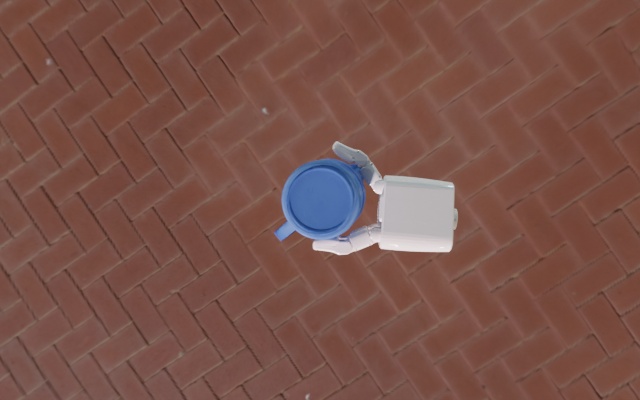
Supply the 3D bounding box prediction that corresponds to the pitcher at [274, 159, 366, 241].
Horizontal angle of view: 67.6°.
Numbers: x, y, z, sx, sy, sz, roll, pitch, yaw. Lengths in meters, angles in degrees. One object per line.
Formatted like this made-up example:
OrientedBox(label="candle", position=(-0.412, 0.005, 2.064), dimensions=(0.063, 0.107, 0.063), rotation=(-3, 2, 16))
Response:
OrientedBox(label="pitcher", position=(0.000, 0.002, 0.755), dimensions=(0.145, 0.149, 0.243), rotation=(7, 3, 4))
